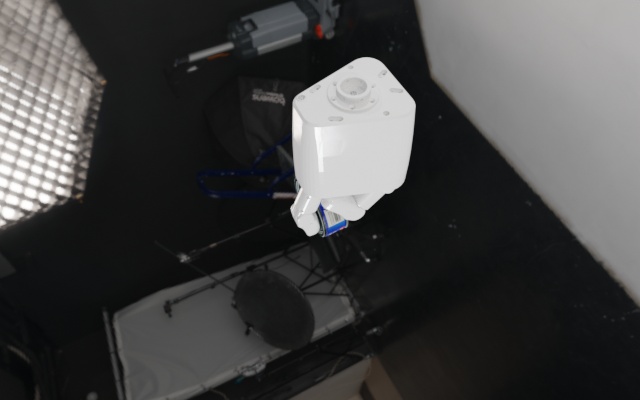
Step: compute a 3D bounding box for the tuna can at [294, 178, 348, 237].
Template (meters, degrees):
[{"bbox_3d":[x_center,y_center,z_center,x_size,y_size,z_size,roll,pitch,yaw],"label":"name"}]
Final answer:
[{"bbox_3d":[0.000,0.002,0.601,0.034,0.086,0.086,-25,6,-13],"label":"tuna can"}]
